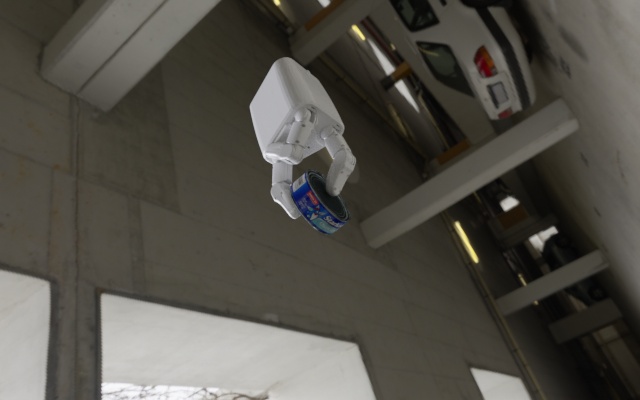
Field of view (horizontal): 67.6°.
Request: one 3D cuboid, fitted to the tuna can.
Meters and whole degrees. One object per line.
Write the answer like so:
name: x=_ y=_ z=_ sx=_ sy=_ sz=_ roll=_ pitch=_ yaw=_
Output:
tuna can: x=0.000 y=0.002 z=0.625 sx=0.034 sy=0.086 sz=0.086 roll=-39 pitch=-14 yaw=18
